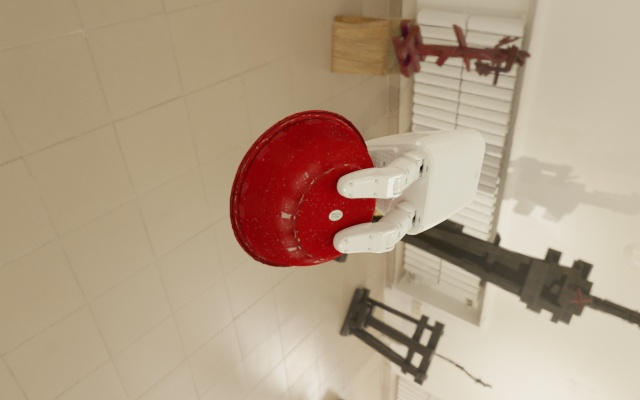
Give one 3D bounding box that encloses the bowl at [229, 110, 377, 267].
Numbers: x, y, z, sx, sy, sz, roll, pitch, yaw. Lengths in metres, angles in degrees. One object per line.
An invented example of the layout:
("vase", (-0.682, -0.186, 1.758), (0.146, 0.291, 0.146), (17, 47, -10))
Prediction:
("bowl", (-0.001, 0.002, 0.442), (0.162, 0.162, 0.055), (0, 22, -38))
